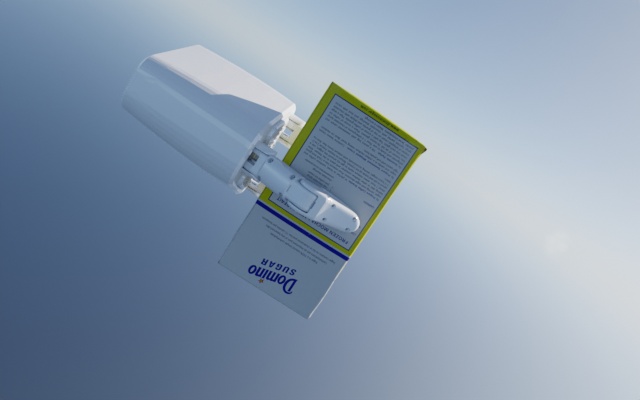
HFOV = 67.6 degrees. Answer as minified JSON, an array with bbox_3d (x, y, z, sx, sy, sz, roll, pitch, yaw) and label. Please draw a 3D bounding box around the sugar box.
[{"bbox_3d":[0.000,0.001,0.403,0.093,0.176,0.048,34,12,-3],"label":"sugar box"}]
